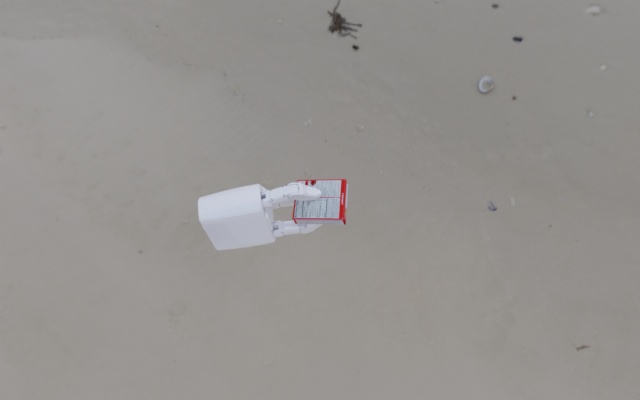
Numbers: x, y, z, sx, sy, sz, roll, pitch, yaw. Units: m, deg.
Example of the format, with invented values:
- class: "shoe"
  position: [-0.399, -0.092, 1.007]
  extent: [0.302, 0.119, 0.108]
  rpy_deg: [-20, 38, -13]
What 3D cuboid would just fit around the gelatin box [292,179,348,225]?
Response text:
- class: "gelatin box"
  position: [0.000, 0.002, 0.806]
  extent: [0.089, 0.073, 0.030]
  rpy_deg: [-1, -23, 12]
